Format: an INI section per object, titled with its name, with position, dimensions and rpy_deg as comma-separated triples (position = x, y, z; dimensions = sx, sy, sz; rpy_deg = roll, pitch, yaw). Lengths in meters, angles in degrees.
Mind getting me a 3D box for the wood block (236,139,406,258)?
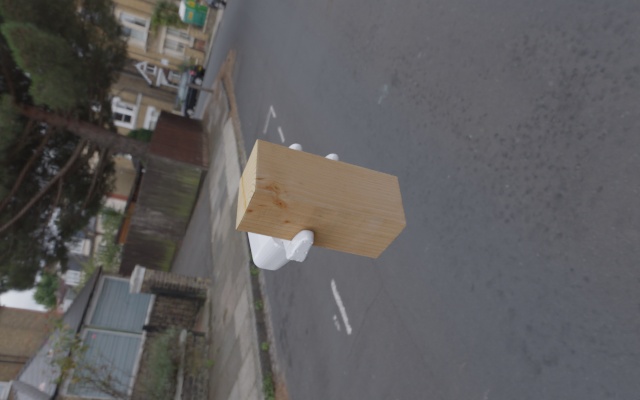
[wood block]
position = 0.000, 0.003, 0.646
dimensions = 0.206, 0.090, 0.090
rpy_deg = 13, -41, -19
